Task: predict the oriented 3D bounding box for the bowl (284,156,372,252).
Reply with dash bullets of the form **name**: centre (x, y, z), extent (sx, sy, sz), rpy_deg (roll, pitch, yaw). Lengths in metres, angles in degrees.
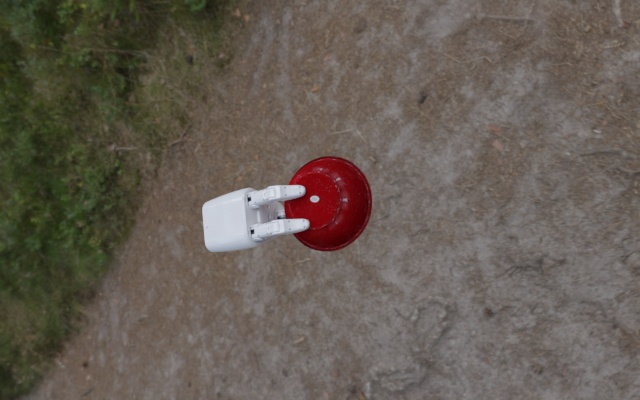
- **bowl**: centre (0.001, 0.002, 0.779), extent (0.162, 0.162, 0.055), rpy_deg (0, -6, 24)
